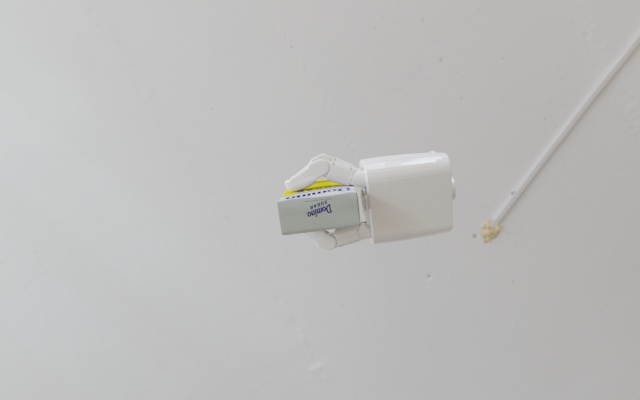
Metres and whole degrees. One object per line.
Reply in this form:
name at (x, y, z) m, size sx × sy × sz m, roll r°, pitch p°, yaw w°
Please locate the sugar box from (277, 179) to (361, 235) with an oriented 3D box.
sugar box at (0.000, 0.001, 0.618) m, size 0.093 × 0.048 × 0.176 m, roll -7°, pitch 6°, yaw 2°
